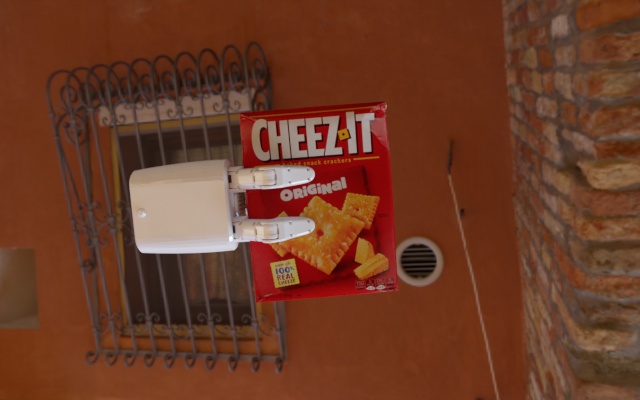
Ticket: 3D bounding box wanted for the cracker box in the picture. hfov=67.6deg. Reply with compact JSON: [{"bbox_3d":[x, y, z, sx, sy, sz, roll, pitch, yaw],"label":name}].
[{"bbox_3d":[0.000,0.002,0.549,0.164,0.214,0.072,-4,5,2],"label":"cracker box"}]
